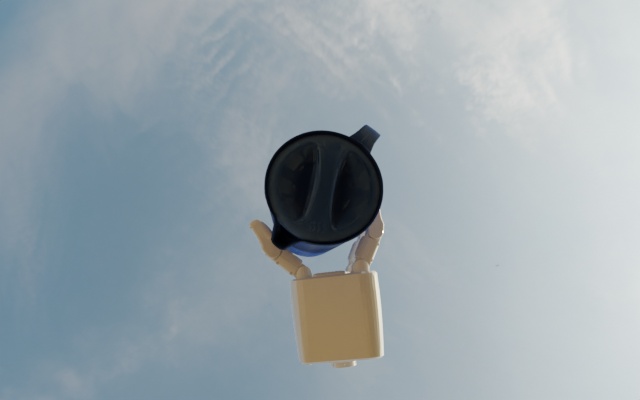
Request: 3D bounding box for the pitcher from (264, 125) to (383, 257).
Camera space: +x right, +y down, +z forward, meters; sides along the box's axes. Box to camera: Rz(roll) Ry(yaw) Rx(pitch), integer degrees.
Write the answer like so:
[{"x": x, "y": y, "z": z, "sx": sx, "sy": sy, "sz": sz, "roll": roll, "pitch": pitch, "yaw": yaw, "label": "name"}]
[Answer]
[{"x": 0.000, "y": 0.002, "z": 0.641, "sx": 0.149, "sy": 0.145, "sz": 0.243, "roll": -7, "pitch": -12, "yaw": -7, "label": "pitcher"}]
